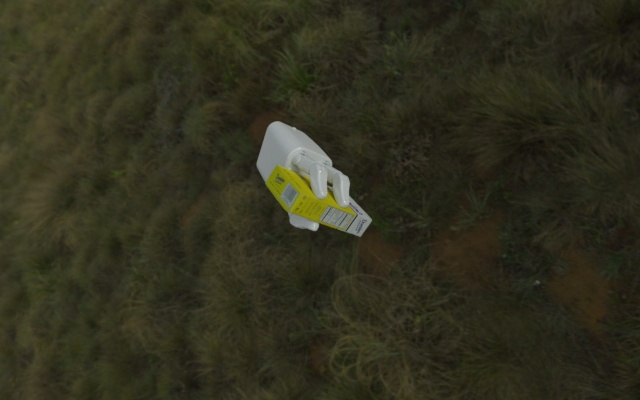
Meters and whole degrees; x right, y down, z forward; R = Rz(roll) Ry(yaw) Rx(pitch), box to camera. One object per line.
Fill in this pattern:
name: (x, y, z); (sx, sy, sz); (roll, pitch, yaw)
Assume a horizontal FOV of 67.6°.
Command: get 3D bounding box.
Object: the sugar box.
sugar box: (0.000, 0.002, 0.813); (0.176, 0.048, 0.093); (18, 22, -42)
